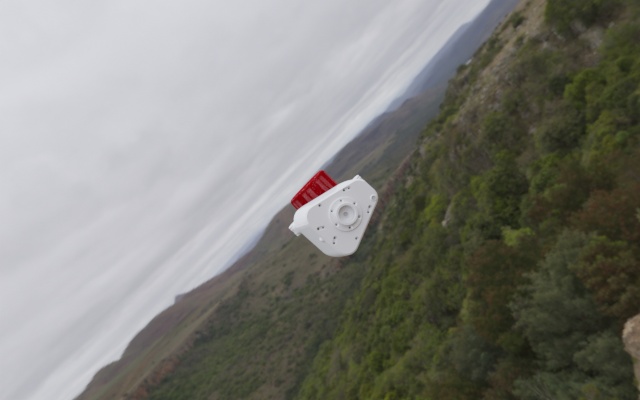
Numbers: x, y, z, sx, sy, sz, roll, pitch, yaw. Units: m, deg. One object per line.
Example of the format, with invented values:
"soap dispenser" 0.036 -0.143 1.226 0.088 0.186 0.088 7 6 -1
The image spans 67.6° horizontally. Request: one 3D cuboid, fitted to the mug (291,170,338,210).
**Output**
"mug" 0.000 0.003 0.848 0.081 0.093 0.117 44 -13 -5
